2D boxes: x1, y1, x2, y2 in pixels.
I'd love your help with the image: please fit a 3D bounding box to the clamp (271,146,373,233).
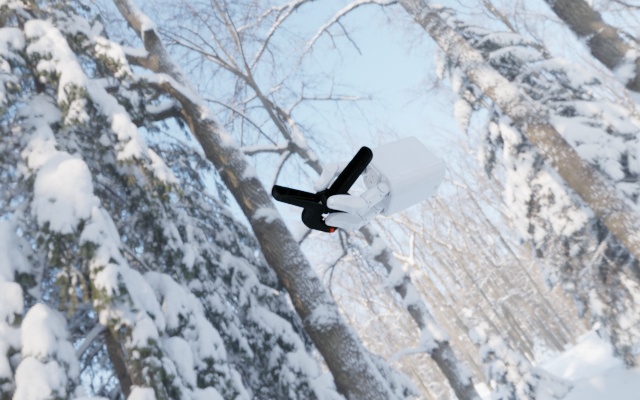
[{"bbox_3d":[0.000,0.002,0.784,0.164,0.036,0.210,-20,-28,-14],"label":"clamp"}]
